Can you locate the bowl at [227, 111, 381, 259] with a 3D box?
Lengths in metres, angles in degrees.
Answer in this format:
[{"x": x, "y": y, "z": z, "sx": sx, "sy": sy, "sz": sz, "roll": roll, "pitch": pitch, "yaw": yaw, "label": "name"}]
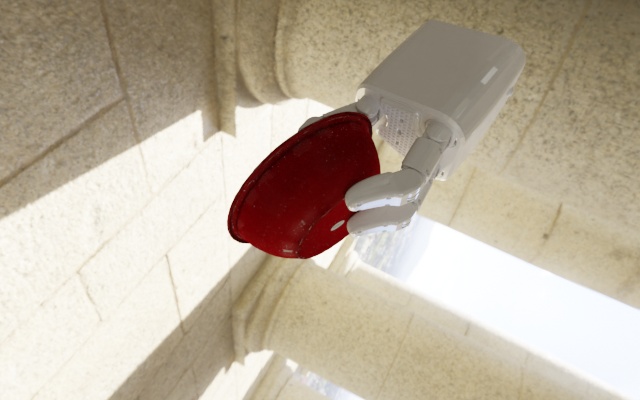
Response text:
[{"x": -0.001, "y": 0.003, "z": 0.421, "sx": 0.162, "sy": 0.055, "sz": 0.162, "roll": -34, "pitch": -21, "yaw": -16, "label": "bowl"}]
